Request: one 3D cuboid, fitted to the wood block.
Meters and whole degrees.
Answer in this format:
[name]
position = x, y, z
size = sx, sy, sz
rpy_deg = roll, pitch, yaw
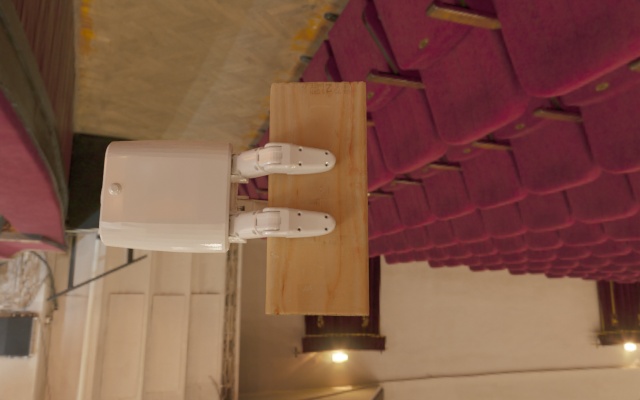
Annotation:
[wood block]
position = 0.000, 0.002, 0.456
size = 0.090, 0.206, 0.091
rpy_deg = 0, -10, 3
